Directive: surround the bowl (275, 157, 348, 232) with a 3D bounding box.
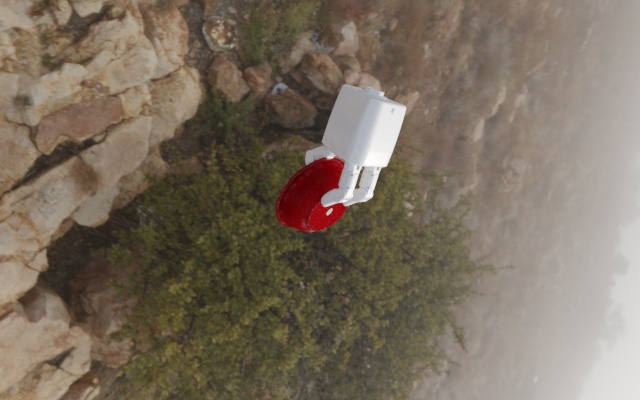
[{"bbox_3d":[0.000,0.004,0.862,0.162,0.162,0.055,0,38,-48],"label":"bowl"}]
